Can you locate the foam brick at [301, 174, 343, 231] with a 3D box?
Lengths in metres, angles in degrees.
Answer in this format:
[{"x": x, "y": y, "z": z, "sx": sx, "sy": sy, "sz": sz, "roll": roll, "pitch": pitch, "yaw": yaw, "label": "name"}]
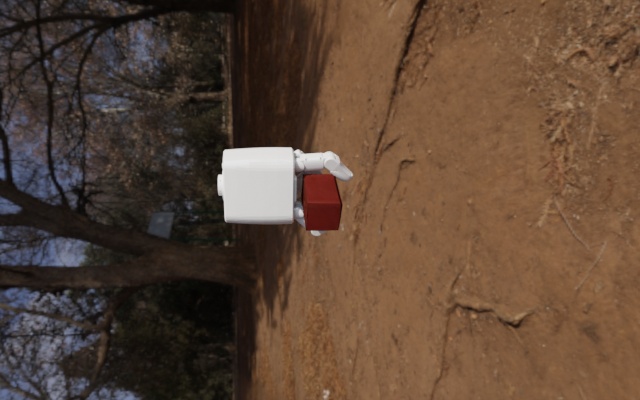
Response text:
[{"x": 0.000, "y": 0.002, "z": 0.723, "sx": 0.051, "sy": 0.053, "sz": 0.078, "roll": 0, "pitch": 37, "yaw": -9, "label": "foam brick"}]
